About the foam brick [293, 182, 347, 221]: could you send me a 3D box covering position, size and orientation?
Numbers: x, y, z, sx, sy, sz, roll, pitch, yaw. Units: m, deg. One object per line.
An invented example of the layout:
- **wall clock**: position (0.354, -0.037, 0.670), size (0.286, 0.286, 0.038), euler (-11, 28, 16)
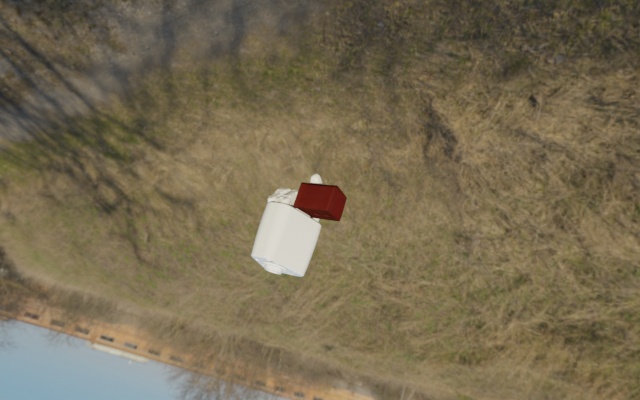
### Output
- **foam brick**: position (0.000, 0.003, 0.882), size (0.078, 0.051, 0.053), euler (6, -22, 31)
